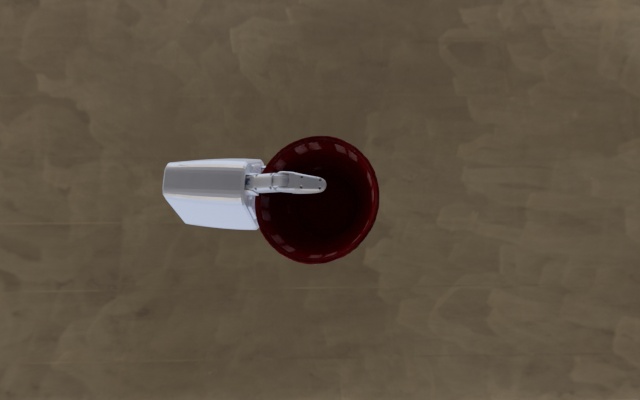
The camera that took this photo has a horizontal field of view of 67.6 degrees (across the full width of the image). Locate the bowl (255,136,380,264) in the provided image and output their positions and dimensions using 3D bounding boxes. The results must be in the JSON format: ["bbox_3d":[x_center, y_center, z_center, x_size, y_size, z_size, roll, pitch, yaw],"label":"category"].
[{"bbox_3d":[0.001,0.002,0.611,0.162,0.162,0.055,0,-11,17],"label":"bowl"}]
